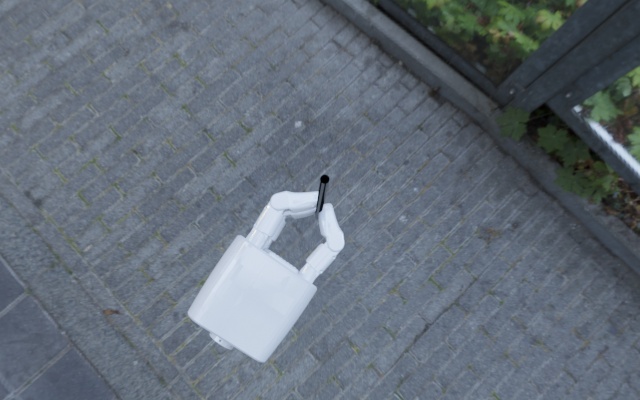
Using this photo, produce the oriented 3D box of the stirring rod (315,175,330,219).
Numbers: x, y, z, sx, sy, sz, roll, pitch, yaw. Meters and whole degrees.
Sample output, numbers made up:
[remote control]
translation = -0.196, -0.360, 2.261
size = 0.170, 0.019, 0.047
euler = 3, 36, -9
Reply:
[stirring rod]
translation = 0.000, 0.002, 0.523
size = 0.011, 0.011, 0.239
euler = 0, -9, -2
